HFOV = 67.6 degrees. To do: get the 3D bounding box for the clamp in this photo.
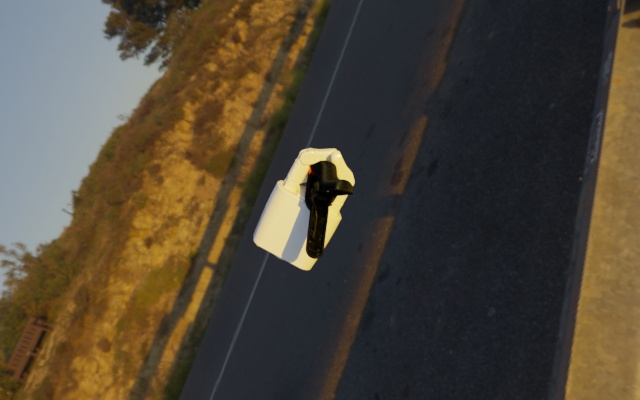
[{"bbox_3d":[0.000,0.002,0.684,0.039,0.120,0.171,24,16,-16],"label":"clamp"}]
